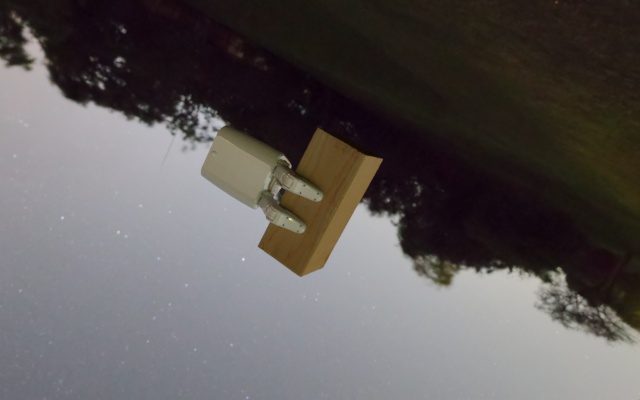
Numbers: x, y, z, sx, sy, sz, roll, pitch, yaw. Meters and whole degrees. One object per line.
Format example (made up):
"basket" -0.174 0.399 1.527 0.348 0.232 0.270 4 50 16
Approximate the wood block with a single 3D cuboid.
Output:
"wood block" 0.000 0.002 0.742 0.090 0.206 0.091 32 14 18
